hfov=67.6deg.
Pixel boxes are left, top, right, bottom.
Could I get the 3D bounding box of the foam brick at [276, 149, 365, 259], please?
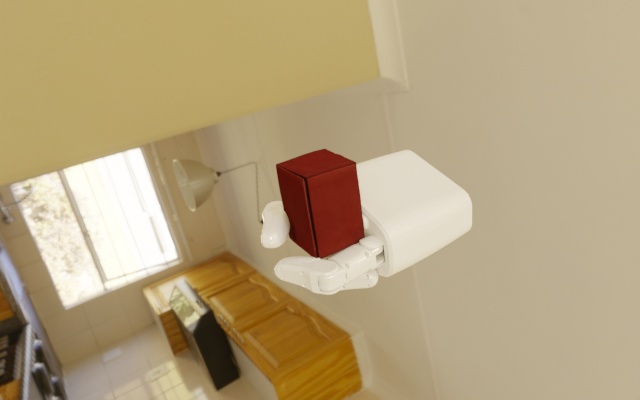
[{"bbox_3d":[0.000,0.001,0.417,0.051,0.078,0.053,-22,29,-24],"label":"foam brick"}]
